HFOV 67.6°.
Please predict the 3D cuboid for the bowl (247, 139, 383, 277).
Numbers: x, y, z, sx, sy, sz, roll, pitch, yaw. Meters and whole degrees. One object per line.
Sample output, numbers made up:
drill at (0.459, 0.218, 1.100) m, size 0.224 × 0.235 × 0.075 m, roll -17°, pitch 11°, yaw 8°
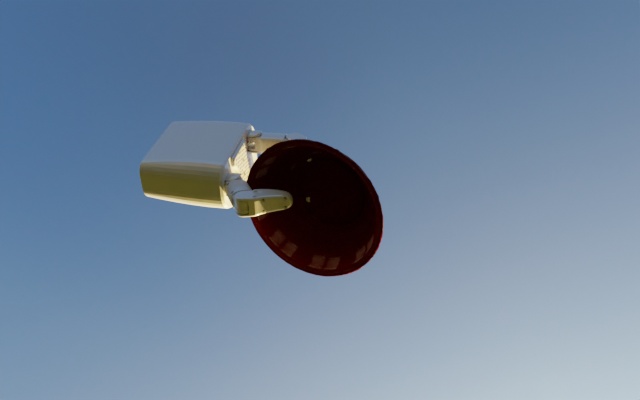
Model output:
bowl at (0.001, 0.002, 0.527) m, size 0.162 × 0.162 × 0.055 m, roll 0°, pitch 25°, yaw 28°
